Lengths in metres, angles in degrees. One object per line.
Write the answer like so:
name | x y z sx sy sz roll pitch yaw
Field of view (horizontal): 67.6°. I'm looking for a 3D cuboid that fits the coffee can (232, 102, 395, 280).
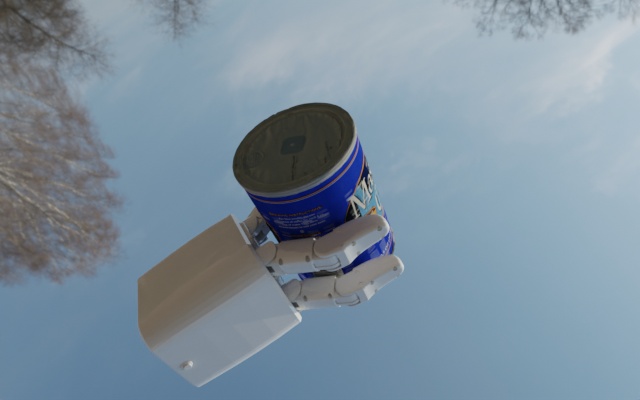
coffee can | 0.000 0.001 0.419 0.103 0.102 0.140 0 -41 26
